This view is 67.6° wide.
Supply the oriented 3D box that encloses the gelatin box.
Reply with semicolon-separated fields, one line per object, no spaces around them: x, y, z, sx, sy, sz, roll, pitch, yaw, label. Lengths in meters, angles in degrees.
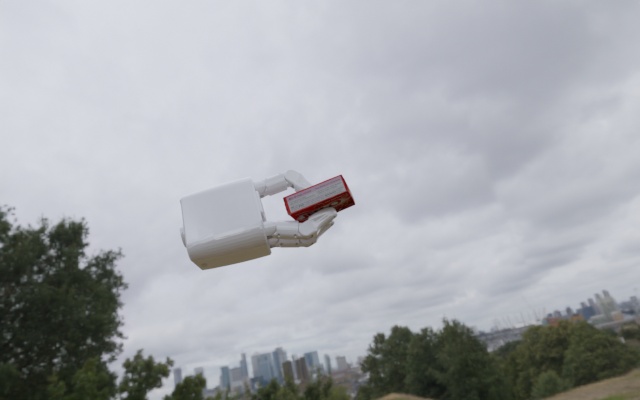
0.000;0.002;0.672;0.089;0.030;0.073;-23;-19;5;gelatin box
